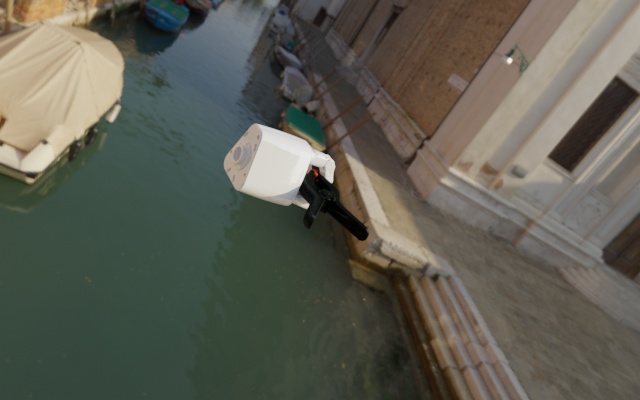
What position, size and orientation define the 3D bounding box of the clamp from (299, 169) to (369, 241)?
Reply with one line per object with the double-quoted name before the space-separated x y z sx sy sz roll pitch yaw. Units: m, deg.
"clamp" 0.000 0.002 0.807 0.120 0.039 0.171 16 26 -40
